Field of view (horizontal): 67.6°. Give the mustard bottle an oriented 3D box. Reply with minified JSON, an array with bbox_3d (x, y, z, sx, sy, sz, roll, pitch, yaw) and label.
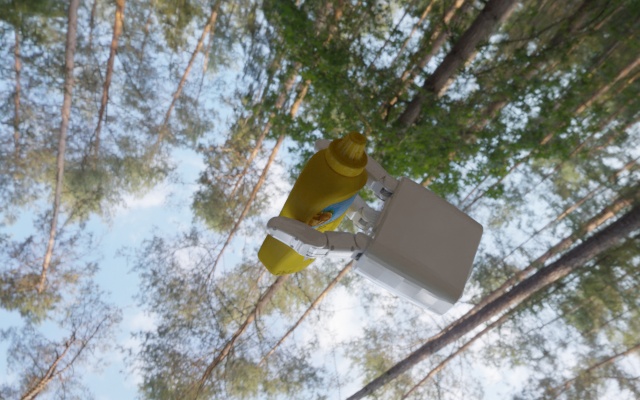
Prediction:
[{"bbox_3d":[0.000,0.002,0.507,0.096,0.058,0.192,-27,-23,-41],"label":"mustard bottle"}]
